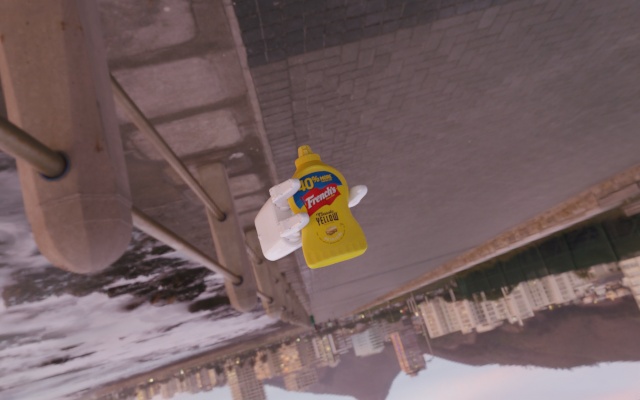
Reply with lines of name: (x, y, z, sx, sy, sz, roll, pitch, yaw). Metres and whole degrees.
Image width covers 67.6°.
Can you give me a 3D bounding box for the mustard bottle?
mustard bottle: (0.000, 0.003, 0.747, 0.096, 0.191, 0.058, -16, -15, -5)
